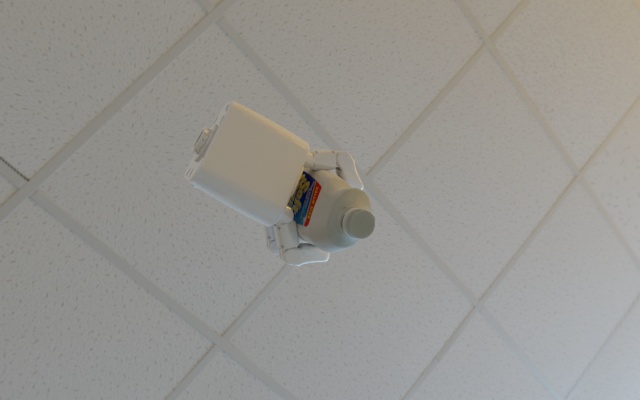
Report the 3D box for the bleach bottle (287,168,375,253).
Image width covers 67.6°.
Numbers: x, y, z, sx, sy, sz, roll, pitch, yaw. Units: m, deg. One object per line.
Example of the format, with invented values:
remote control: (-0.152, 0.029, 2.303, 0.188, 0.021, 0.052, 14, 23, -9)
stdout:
bleach bottle: (0.000, 0.002, 0.586, 0.068, 0.102, 0.251, 29, -5, -22)
